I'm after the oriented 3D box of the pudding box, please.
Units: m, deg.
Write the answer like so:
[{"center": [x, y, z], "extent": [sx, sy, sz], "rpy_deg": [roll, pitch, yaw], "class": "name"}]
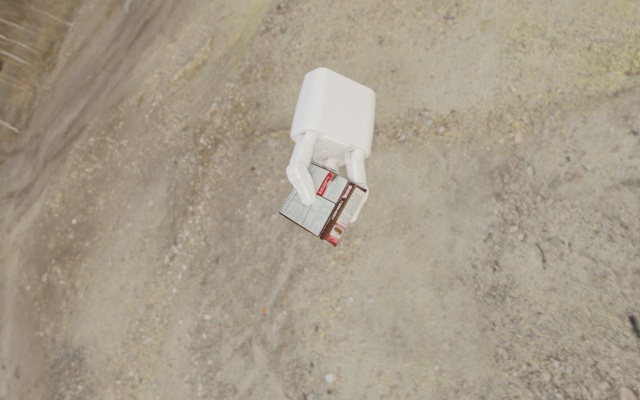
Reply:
[{"center": [0.000, 0.002, 0.667], "extent": [0.039, 0.090, 0.113], "rpy_deg": [29, 0, -37], "class": "pudding box"}]
